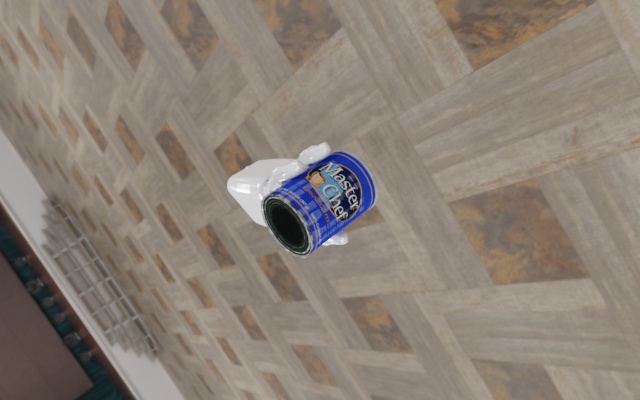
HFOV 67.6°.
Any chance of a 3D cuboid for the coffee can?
[{"bbox_3d":[0.000,0.002,0.689,0.140,0.103,0.103,-35,20,-32],"label":"coffee can"}]
